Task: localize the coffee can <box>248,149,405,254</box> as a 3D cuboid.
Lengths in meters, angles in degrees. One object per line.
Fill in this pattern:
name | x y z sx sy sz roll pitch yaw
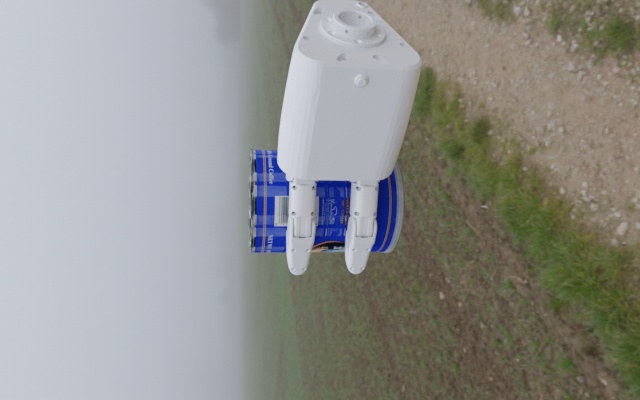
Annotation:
coffee can | 0.000 0.002 0.477 0.140 0.103 0.103 0 0 -10
